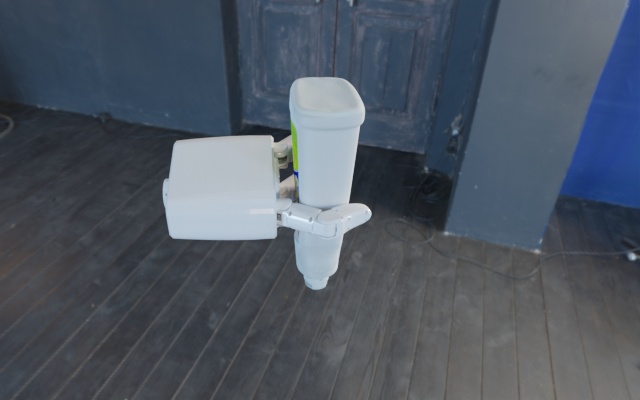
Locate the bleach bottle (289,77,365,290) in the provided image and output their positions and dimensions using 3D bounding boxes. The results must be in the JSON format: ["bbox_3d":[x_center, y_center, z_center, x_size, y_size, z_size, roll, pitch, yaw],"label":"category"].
[{"bbox_3d":[0.000,0.002,0.522,0.068,0.251,0.102,-2,33,-6],"label":"bleach bottle"}]
